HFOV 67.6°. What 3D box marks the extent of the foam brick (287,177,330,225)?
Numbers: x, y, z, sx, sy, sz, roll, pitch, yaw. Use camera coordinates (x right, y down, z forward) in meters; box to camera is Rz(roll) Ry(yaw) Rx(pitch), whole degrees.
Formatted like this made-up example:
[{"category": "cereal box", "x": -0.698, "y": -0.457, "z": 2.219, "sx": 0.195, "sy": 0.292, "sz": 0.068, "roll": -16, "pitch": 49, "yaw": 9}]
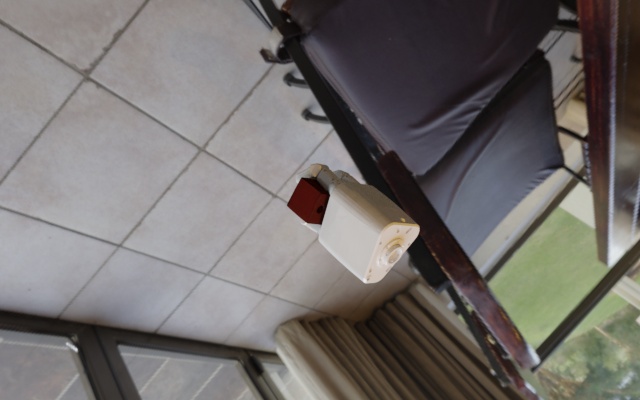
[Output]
[{"category": "foam brick", "x": 0.000, "y": 0.002, "z": 0.730, "sx": 0.078, "sy": 0.053, "sz": 0.051, "roll": 7, "pitch": 26, "yaw": -47}]
